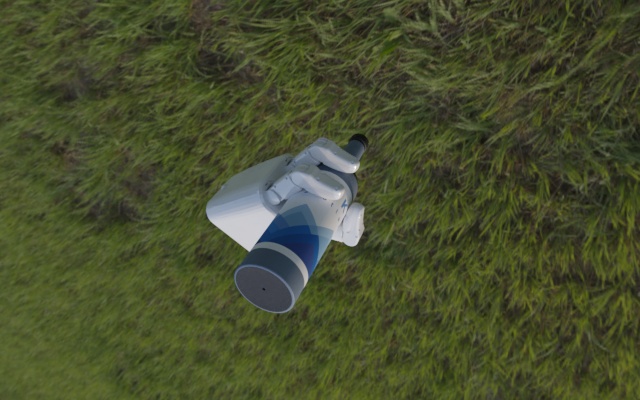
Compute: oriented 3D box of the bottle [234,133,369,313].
[{"bbox_3d":[0.000,0.002,0.572,0.069,0.069,0.295,0,36,28],"label":"bottle"}]
